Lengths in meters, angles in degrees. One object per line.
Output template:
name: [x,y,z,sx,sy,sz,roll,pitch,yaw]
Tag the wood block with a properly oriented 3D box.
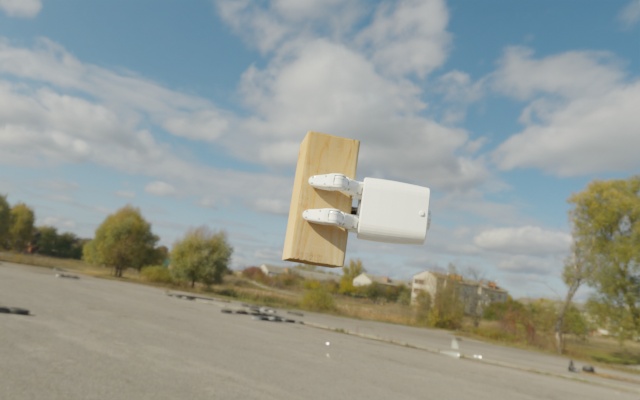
wood block: [0.000,0.003,0.793,0.090,0.206,0.091,10,-11,-10]
